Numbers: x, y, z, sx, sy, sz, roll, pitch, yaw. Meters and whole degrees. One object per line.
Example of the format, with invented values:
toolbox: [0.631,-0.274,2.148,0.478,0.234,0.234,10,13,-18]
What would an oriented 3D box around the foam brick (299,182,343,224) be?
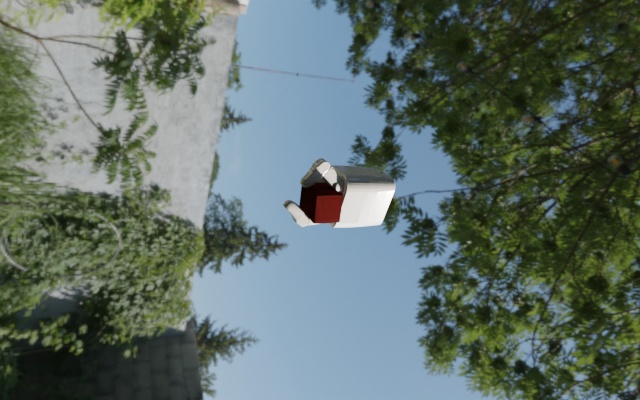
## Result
foam brick: [0.000,0.003,0.851,0.051,0.053,0.078,-1,20,-22]
